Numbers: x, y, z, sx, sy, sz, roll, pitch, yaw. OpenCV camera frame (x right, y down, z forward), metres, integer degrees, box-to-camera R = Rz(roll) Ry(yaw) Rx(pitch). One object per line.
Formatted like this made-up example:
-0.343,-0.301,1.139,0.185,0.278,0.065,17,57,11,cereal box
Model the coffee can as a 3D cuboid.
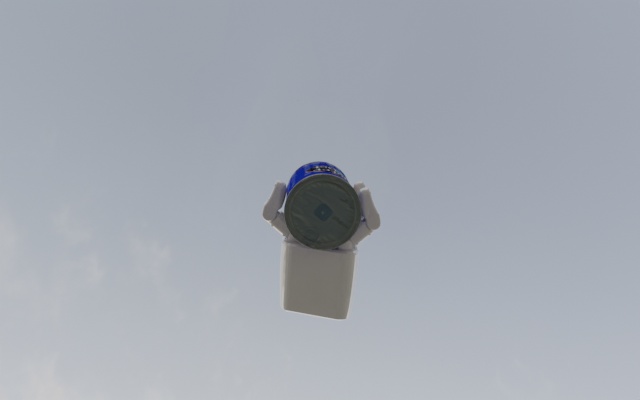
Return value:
0.000,0.002,0.692,0.103,0.103,0.140,0,12,-3,coffee can
